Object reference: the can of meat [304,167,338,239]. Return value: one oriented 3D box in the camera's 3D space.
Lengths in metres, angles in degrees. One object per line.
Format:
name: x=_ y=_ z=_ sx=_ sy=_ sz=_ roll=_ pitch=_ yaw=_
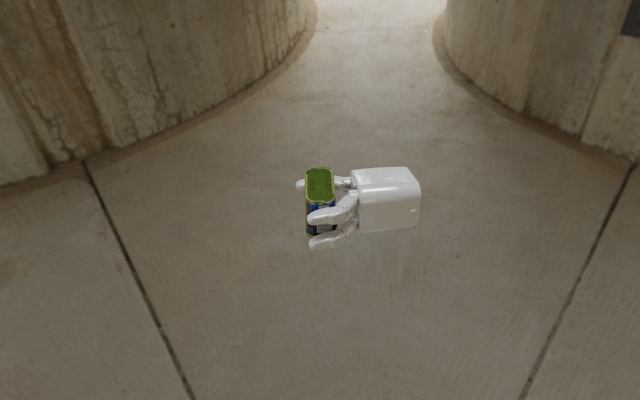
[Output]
can of meat: x=0.000 y=0.002 z=0.831 sx=0.057 sy=0.084 sz=0.102 roll=-3 pitch=41 yaw=0
